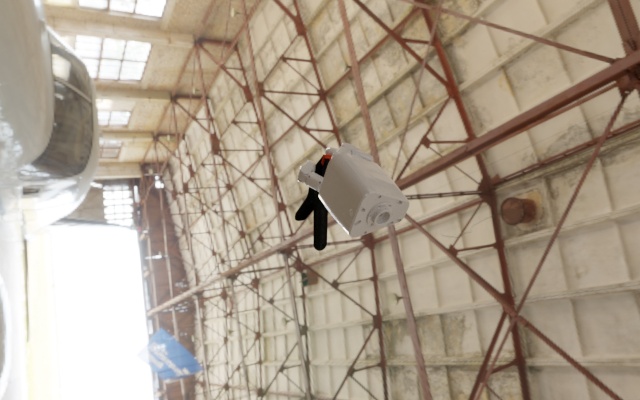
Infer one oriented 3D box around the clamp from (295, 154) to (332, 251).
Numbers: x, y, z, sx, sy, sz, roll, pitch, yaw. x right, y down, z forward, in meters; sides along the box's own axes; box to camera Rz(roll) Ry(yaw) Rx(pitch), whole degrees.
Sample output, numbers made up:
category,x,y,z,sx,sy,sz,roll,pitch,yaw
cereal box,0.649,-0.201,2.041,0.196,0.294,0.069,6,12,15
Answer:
category,x,y,z,sx,sy,sz,roll,pitch,yaw
clamp,0.001,0.003,0.871,0.039,0.172,0.120,-4,39,-30
